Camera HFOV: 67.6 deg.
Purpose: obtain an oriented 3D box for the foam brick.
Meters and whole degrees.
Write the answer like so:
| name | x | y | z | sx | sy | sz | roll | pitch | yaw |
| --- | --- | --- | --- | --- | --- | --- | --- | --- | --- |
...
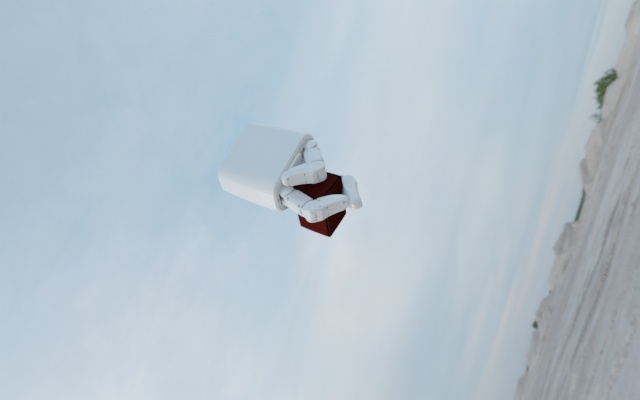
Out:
| name | x | y | z | sx | sy | sz | roll | pitch | yaw |
| --- | --- | --- | --- | --- | --- | --- | --- | --- | --- |
| foam brick | 0.000 | 0.003 | 0.677 | 0.051 | 0.078 | 0.053 | 17 | 49 | 26 |
